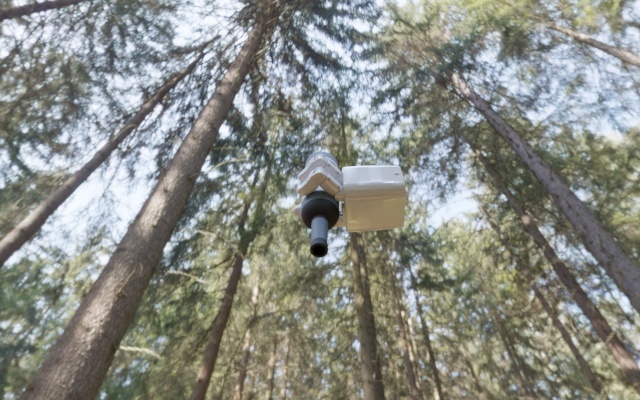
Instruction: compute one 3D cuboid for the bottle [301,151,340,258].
[{"bbox_3d":[0.000,0.003,0.846,0.069,0.069,0.295,0,30,1],"label":"bottle"}]
